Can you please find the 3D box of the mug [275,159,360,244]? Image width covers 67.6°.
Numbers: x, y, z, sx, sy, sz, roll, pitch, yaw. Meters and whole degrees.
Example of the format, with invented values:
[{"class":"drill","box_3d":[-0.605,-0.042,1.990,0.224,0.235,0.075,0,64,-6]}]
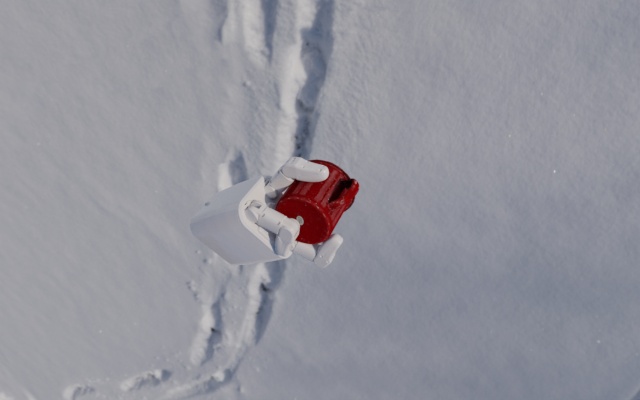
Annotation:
[{"class":"mug","box_3d":[0.001,0.002,0.637,0.117,0.093,0.081,-16,27,35]}]
